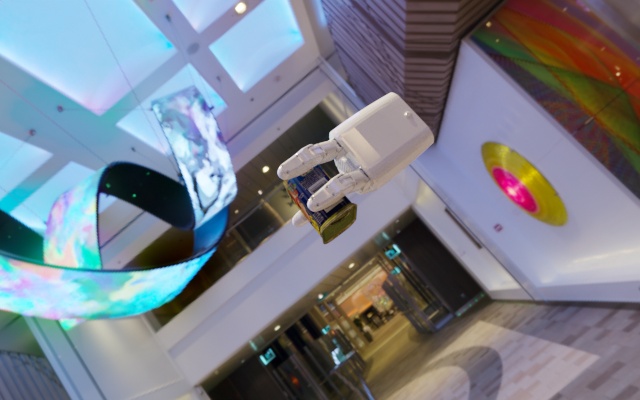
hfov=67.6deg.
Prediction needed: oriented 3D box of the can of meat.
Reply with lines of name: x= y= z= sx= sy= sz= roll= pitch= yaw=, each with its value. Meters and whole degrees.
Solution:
can of meat: x=0.000 y=0.002 z=0.629 sx=0.057 sy=0.084 sz=0.102 roll=-37 pitch=-15 yaw=-7
